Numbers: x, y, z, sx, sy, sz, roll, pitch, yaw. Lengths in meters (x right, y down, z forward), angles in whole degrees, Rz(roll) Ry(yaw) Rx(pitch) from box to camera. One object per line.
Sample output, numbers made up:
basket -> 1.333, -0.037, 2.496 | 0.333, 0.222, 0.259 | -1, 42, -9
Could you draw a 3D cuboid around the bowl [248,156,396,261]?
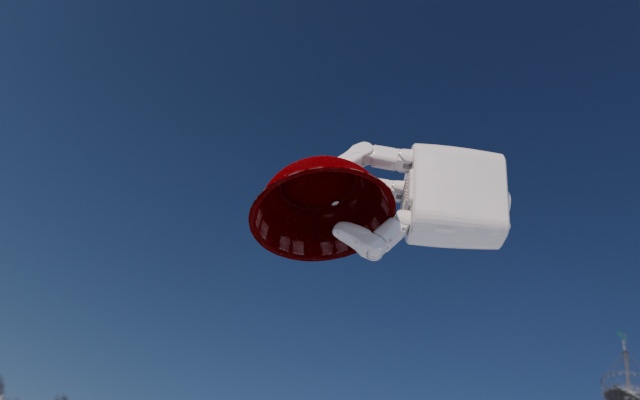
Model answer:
bowl -> -0.001, 0.001, 0.536 | 0.162, 0.055, 0.162 | -5, -40, -4
